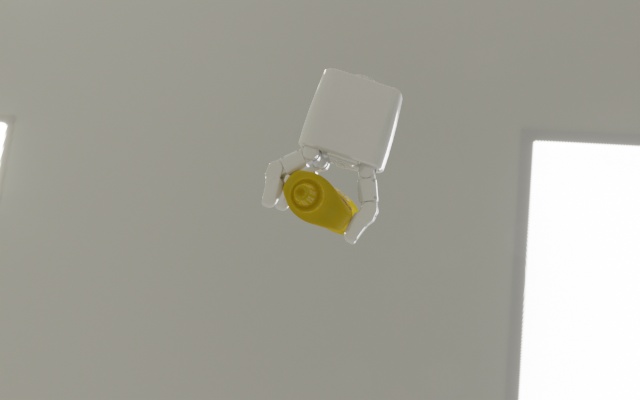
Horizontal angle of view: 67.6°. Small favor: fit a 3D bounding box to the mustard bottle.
[{"bbox_3d":[0.000,0.002,0.631,0.096,0.058,0.191,41,3,14],"label":"mustard bottle"}]
